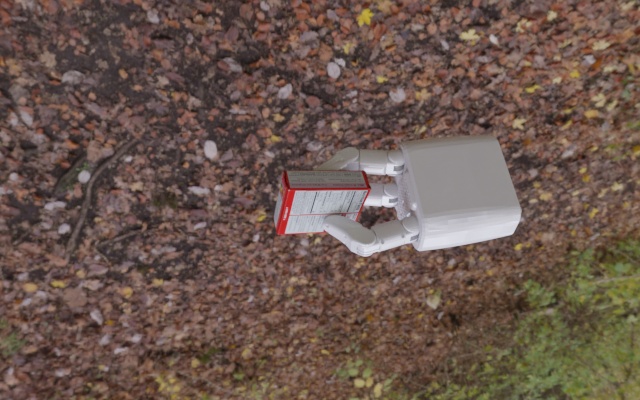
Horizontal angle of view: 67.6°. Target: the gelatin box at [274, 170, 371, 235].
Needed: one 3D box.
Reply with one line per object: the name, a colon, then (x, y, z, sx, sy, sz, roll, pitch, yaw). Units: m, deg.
gelatin box: (0.000, 0.002, 0.501, 0.089, 0.030, 0.073, -2, -40, -17)
